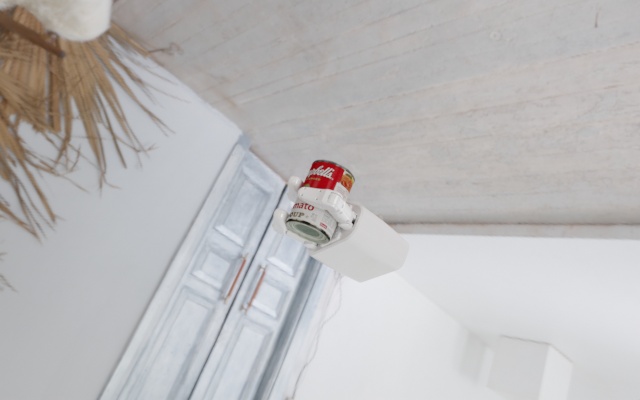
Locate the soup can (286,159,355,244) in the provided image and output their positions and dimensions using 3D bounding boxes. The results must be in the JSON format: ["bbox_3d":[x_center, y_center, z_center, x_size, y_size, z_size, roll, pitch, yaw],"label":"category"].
[{"bbox_3d":[0.000,0.002,0.680,0.068,0.102,0.068,20,-22,9],"label":"soup can"}]
